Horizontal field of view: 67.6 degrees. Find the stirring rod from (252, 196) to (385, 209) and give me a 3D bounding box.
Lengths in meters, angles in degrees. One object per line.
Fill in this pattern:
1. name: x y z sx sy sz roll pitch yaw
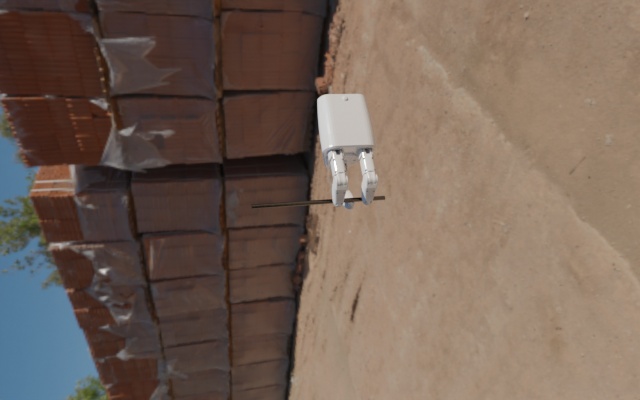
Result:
1. stirring rod: 0.000 0.003 0.837 0.239 0.011 0.011 -4 1 -15
